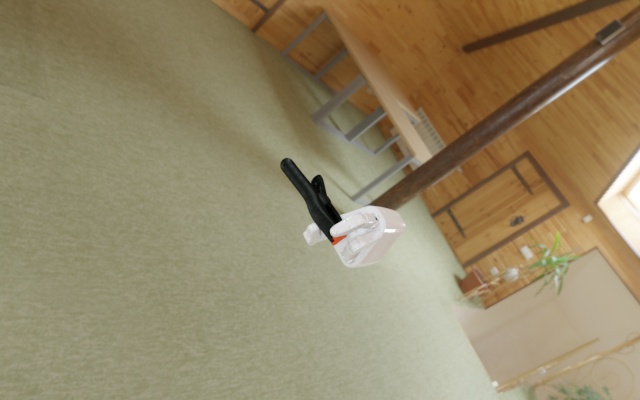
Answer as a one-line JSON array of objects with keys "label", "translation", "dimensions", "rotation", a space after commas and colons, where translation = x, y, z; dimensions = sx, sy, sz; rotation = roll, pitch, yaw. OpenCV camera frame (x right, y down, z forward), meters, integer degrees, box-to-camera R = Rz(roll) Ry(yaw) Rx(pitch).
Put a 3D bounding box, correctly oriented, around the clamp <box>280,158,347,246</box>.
[{"label": "clamp", "translation": [0.001, 0.003, 0.840], "dimensions": [0.039, 0.171, 0.120], "rotation": [-39, -21, 24]}]
